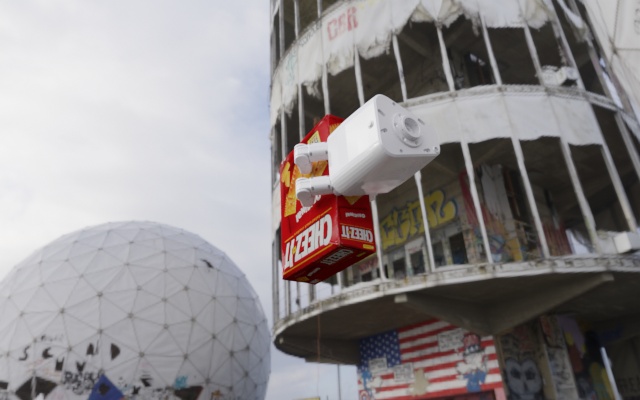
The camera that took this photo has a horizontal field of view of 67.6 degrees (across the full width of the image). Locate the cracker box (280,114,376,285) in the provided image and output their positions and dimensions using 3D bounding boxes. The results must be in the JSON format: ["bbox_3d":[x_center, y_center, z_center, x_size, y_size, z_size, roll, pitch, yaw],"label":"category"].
[{"bbox_3d":[0.000,0.002,0.738,0.072,0.213,0.164,13,-31,-29],"label":"cracker box"}]
